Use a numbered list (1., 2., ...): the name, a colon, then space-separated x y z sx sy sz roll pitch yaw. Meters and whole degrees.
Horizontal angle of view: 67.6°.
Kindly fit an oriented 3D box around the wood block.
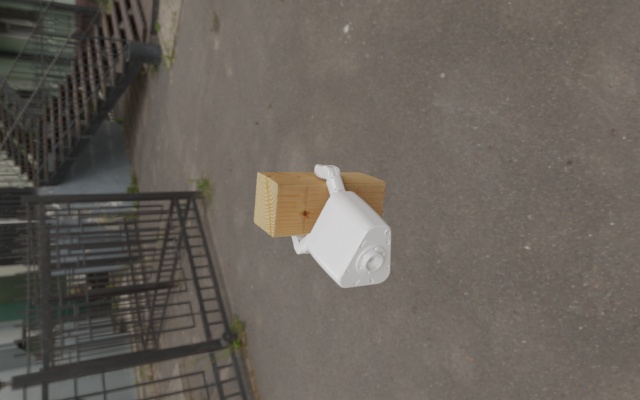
1. wood block: 0.000 0.003 0.824 0.206 0.091 0.090 -2 16 -29
